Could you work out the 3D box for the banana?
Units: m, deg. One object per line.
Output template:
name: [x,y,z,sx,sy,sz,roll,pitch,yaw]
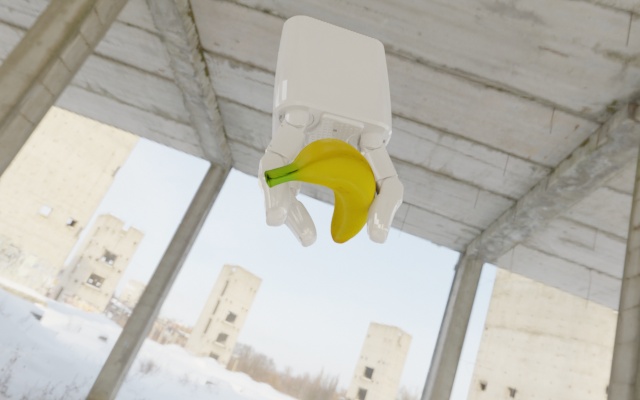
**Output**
banana: [0.016,-0.007,0.413,0.069,0.037,0.198,-24,-24,9]
